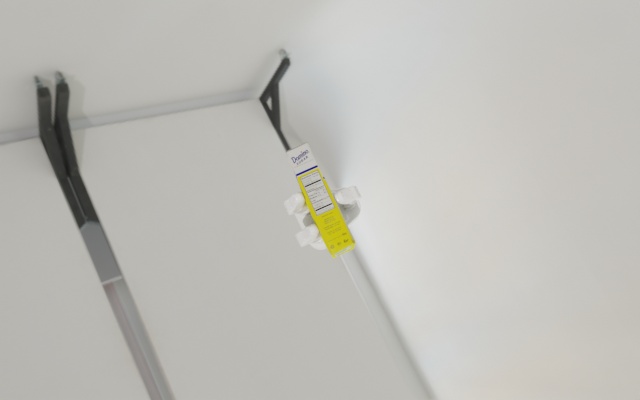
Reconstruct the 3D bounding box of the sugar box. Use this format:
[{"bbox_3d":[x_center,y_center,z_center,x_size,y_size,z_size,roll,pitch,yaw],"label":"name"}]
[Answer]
[{"bbox_3d":[0.000,0.003,0.766,0.048,0.176,0.093,-27,-10,-3],"label":"sugar box"}]
